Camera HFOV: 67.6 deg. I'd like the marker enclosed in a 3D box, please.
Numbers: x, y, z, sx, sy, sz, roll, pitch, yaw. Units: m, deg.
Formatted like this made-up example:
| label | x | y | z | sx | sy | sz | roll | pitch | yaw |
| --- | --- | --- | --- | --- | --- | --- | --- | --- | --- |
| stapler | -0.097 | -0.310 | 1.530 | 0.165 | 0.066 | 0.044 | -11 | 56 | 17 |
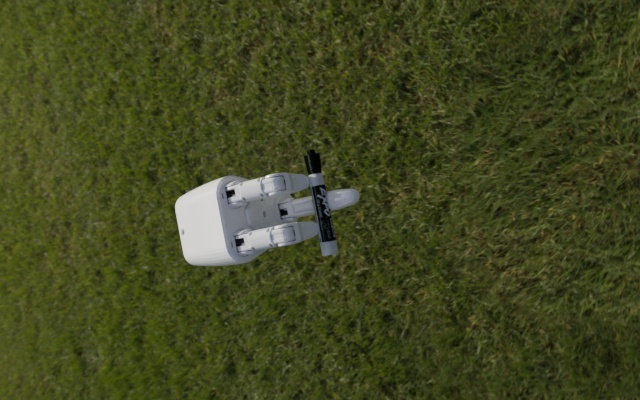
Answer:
| label | x | y | z | sx | sy | sz | roll | pitch | yaw |
| --- | --- | --- | --- | --- | --- | --- | --- | --- | --- |
| marker | 0.000 | 0.002 | 0.542 | 0.020 | 0.121 | 0.020 | -11 | -3 | -1 |
